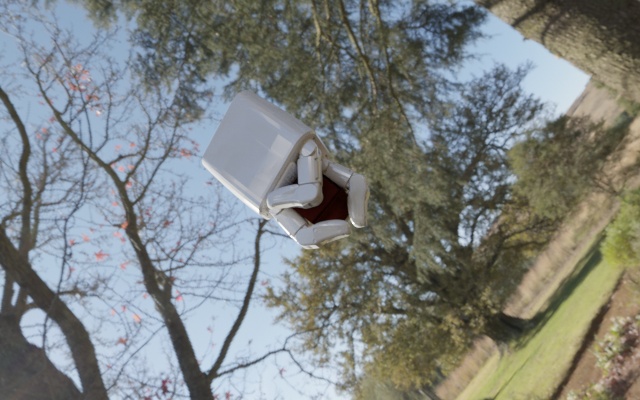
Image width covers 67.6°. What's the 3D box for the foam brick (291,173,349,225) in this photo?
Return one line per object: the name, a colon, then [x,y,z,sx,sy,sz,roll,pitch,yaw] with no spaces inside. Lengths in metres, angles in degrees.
foam brick: [0.000,0.002,0.558,0.051,0.053,0.078,37,-3,22]
